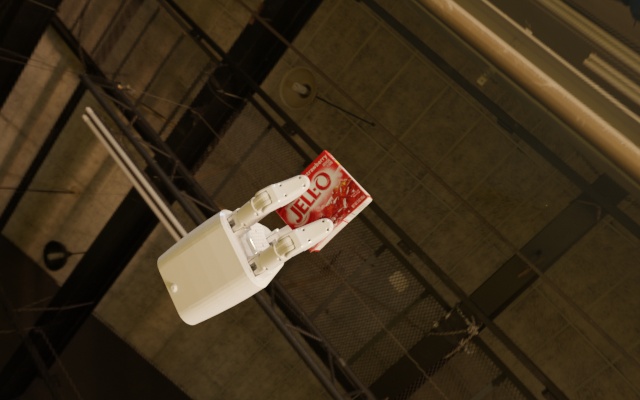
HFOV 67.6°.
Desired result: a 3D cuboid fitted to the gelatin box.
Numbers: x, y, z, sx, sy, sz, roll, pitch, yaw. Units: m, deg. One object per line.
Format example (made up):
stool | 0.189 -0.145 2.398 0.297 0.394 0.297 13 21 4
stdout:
gelatin box | 0.000 0.002 0.532 0.089 0.073 0.030 -44 -15 7
